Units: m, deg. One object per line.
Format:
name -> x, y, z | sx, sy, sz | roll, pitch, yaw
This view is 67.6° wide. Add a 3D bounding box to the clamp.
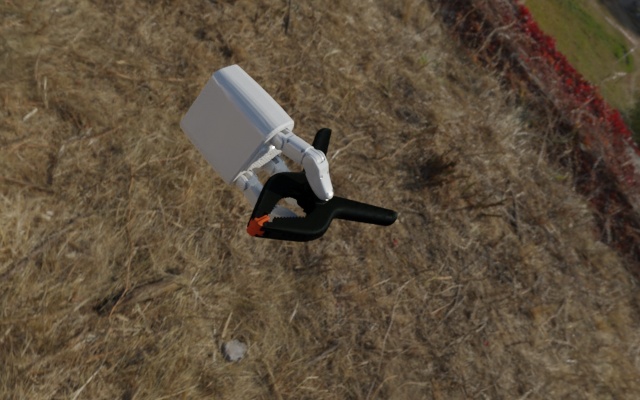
clamp -> 0.000, 0.002, 0.596 | 0.210, 0.164, 0.036 | -37, -9, -44
